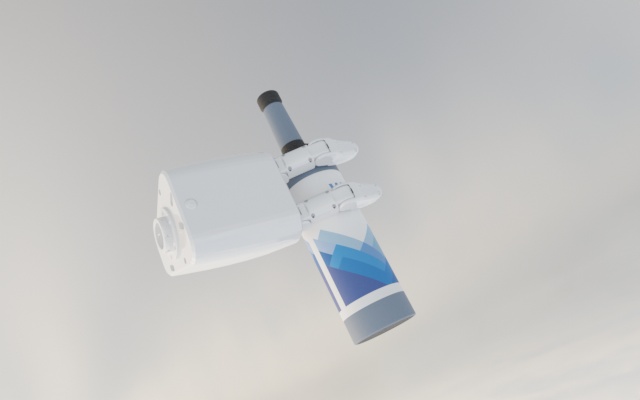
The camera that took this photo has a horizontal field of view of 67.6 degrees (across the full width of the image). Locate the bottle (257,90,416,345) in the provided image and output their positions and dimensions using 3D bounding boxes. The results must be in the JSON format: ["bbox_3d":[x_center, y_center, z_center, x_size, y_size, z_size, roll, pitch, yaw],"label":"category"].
[{"bbox_3d":[0.000,0.002,0.510,0.069,0.295,0.069,-23,-21,-9],"label":"bottle"}]
